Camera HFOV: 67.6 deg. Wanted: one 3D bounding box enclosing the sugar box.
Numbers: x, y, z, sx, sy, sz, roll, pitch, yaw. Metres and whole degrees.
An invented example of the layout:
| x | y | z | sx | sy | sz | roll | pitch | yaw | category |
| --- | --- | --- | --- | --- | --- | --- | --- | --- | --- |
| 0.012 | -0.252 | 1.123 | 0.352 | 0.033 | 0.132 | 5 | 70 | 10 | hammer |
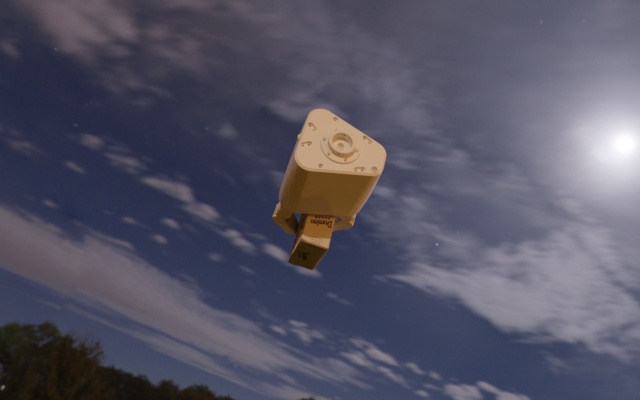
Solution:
| x | y | z | sx | sy | sz | roll | pitch | yaw | category |
| --- | --- | --- | --- | --- | --- | --- | --- | --- | --- |
| 0.000 | 0.002 | 0.691 | 0.048 | 0.176 | 0.093 | 20 | -30 | -5 | sugar box |
